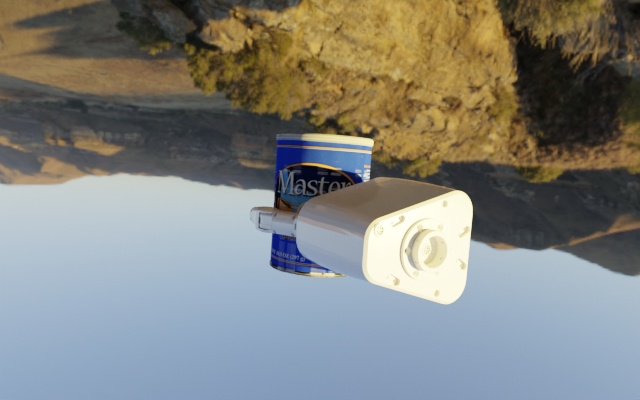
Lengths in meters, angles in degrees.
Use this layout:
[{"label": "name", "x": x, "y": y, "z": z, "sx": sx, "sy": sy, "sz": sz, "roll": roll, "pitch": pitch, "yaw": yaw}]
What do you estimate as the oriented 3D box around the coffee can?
[{"label": "coffee can", "x": 0.000, "y": 0.002, "z": 0.513, "sx": 0.103, "sy": 0.140, "sz": 0.103, "roll": 4, "pitch": 5, "yaw": 0}]
